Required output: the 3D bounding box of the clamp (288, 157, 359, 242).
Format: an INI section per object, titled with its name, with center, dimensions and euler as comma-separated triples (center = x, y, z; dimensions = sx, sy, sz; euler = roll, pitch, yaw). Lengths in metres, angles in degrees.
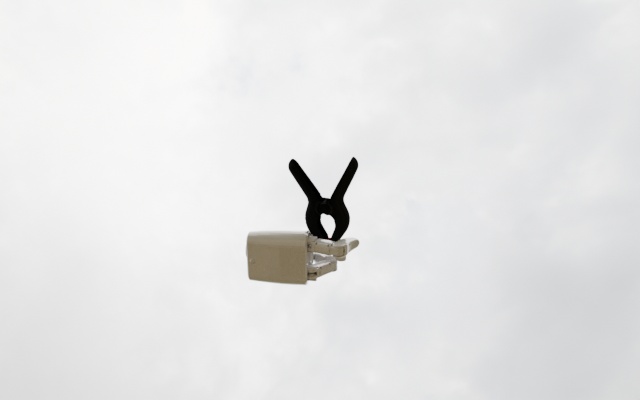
[clamp]
center = 0.000, 0.003, 0.819
dimensions = 0.120, 0.171, 0.039
euler = 10, 17, 20
